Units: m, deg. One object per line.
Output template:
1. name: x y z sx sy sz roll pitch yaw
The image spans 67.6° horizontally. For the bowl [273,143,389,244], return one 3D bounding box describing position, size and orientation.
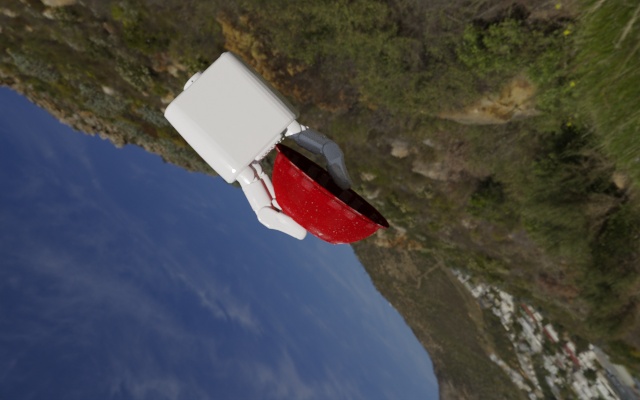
1. bowl: 0.001 0.003 0.556 0.162 0.055 0.162 35 9 -6
